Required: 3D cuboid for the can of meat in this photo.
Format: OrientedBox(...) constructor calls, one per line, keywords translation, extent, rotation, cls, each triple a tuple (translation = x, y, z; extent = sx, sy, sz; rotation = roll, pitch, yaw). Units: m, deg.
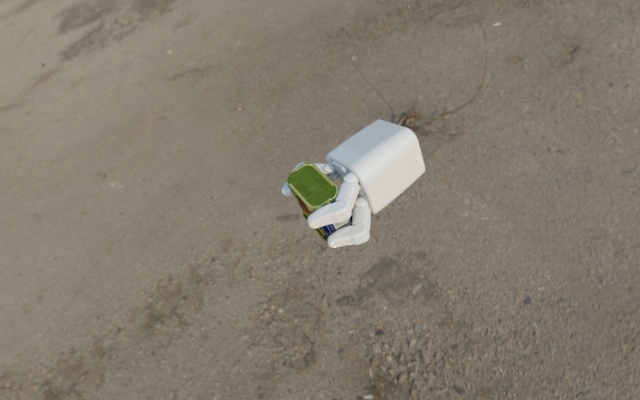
OrientedBox(translation=(0.000, 0.002, 0.714), extent=(0.057, 0.084, 0.102), rotation=(-36, 46, -8), cls="can of meat")
